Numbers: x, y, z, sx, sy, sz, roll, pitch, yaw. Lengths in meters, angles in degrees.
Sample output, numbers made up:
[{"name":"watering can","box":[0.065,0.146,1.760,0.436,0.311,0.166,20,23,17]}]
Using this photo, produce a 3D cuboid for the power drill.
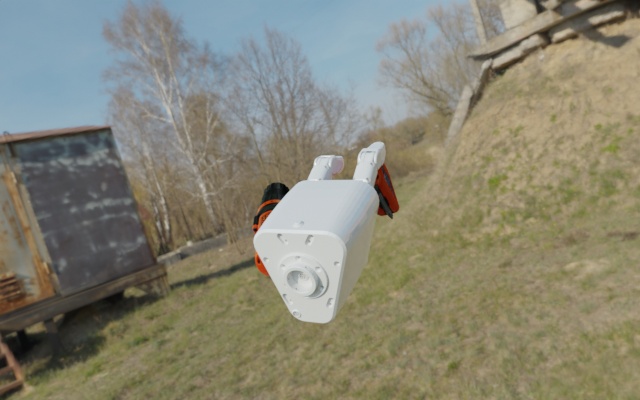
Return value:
[{"name":"power drill","box":[0.000,0.002,0.619,0.187,0.057,0.184,-27,31,13]}]
